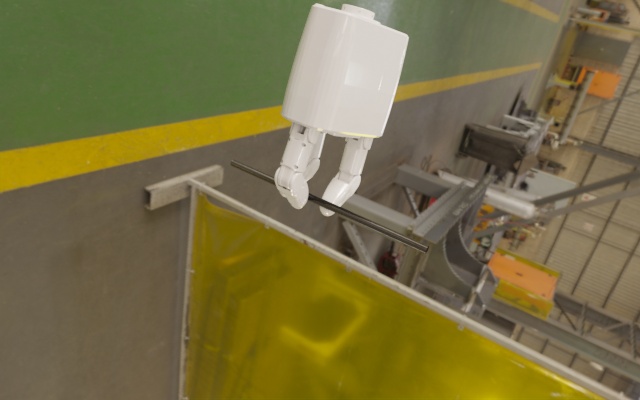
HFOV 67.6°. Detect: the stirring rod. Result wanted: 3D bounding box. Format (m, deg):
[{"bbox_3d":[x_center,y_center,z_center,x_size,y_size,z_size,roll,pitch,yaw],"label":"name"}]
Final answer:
[{"bbox_3d":[0.000,0.002,0.498,0.239,0.011,0.011,24,10,24],"label":"stirring rod"}]
